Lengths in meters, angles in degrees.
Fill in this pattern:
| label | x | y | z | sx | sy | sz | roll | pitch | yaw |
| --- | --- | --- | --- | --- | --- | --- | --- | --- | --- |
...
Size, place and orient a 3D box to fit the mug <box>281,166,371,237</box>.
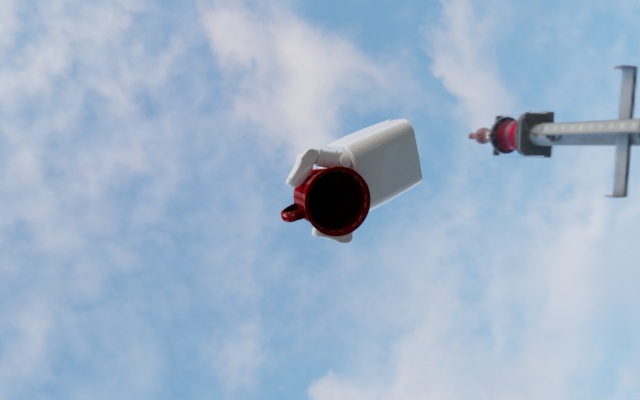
| label | x | y | z | sx | sy | sz | roll | pitch | yaw |
| --- | --- | --- | --- | --- | --- | --- | --- | --- | --- |
| mug | -0.001 | 0.003 | 0.658 | 0.117 | 0.093 | 0.081 | -25 | 13 | -15 |
